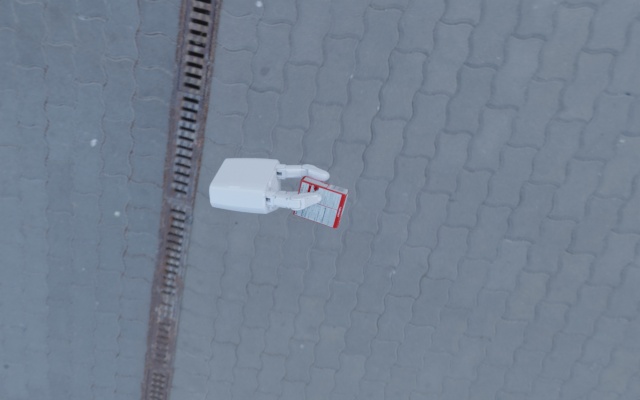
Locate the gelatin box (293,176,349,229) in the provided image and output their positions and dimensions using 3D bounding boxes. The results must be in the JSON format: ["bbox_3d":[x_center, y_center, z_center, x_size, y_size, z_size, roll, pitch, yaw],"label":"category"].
[{"bbox_3d":[0.000,0.003,0.881,0.089,0.073,0.030,18,25,8],"label":"gelatin box"}]
